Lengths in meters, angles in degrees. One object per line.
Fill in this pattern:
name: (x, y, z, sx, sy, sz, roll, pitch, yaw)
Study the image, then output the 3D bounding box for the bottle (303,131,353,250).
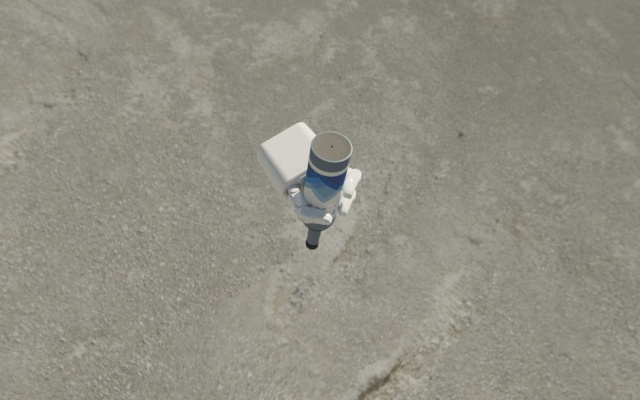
bottle: (0.000, 0.003, 0.862, 0.069, 0.069, 0.296, 0, -36, -9)
